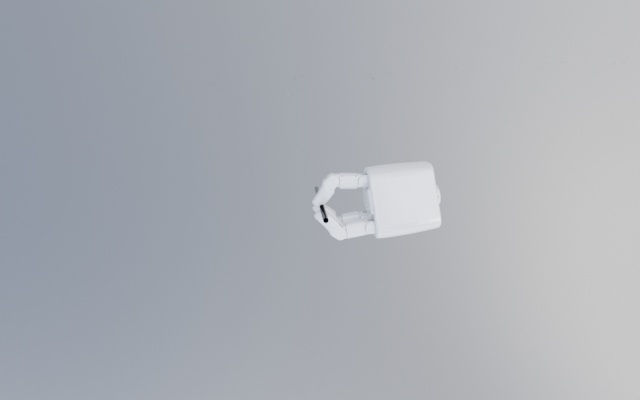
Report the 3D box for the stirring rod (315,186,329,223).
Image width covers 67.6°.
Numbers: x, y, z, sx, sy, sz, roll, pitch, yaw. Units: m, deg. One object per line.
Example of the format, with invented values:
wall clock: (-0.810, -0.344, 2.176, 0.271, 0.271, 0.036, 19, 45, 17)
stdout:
stirring rod: (0.000, 0.003, 0.803, 0.011, 0.011, 0.239, 0, 13, -4)
